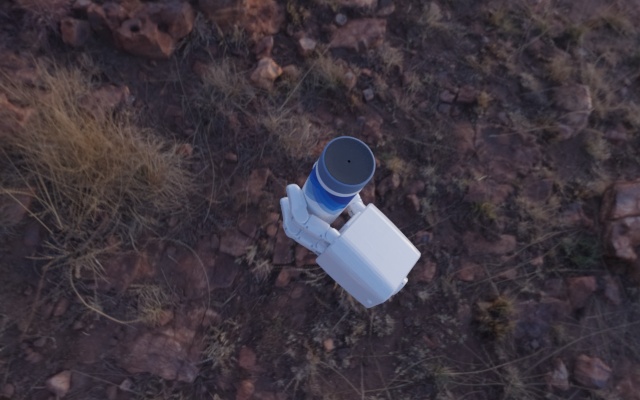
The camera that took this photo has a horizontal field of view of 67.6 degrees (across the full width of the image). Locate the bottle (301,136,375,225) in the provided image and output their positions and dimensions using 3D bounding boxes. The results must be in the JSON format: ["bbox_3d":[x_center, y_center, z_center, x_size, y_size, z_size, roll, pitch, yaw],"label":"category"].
[{"bbox_3d":[0.000,0.002,0.703,0.069,0.069,0.296,0,-20,-14],"label":"bottle"}]
